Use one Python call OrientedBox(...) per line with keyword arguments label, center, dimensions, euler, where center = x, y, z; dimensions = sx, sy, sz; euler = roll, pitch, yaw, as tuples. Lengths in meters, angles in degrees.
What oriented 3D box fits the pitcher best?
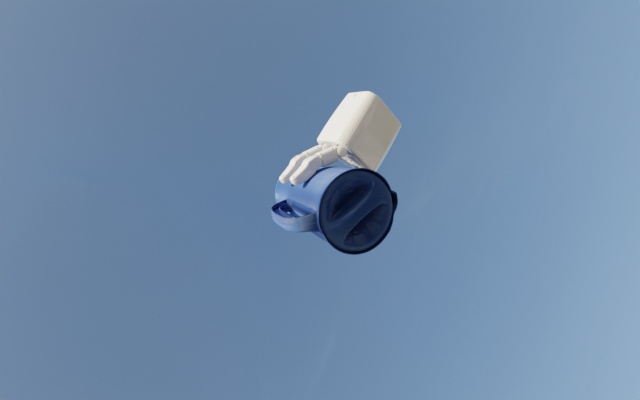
OrientedBox(label="pitcher", center=(0.000, 0.003, 0.817), dimensions=(0.149, 0.145, 0.243), euler=(33, -7, -26))
